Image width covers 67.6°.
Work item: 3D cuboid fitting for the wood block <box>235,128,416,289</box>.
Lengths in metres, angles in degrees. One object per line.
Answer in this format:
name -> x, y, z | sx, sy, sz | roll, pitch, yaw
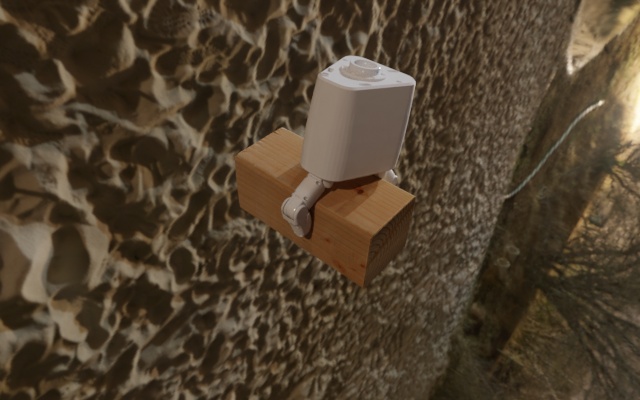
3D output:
wood block -> 0.000, 0.002, 0.590 | 0.206, 0.090, 0.090 | 30, 49, 27
